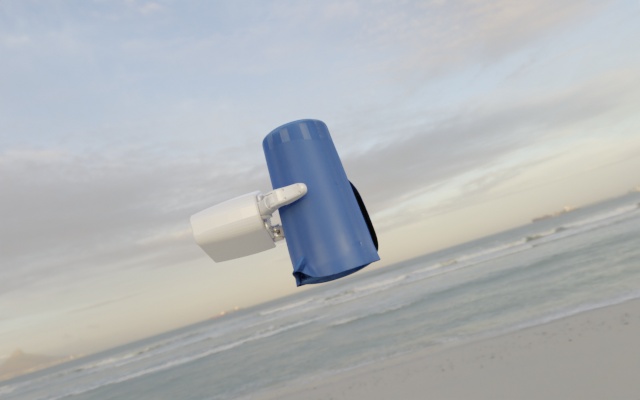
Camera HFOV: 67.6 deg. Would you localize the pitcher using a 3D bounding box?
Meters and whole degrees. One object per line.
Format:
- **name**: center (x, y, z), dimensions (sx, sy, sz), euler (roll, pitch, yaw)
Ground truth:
- **pitcher**: center (0.000, 0.002, 0.745), dimensions (0.145, 0.242, 0.149), euler (-17, -10, 0)
